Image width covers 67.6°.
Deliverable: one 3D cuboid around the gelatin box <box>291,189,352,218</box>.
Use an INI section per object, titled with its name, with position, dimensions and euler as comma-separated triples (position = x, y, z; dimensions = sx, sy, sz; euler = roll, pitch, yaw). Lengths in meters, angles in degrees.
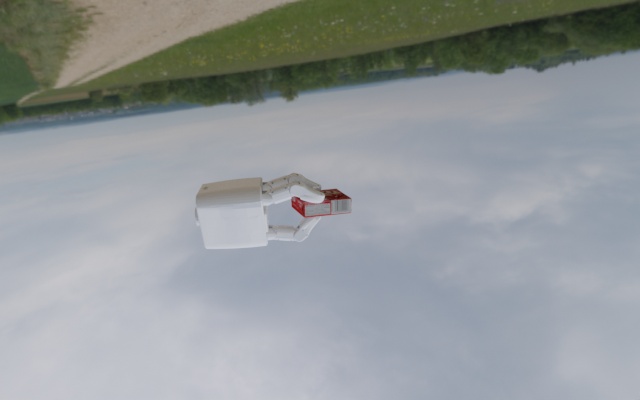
[gelatin box]
position = 0.000, 0.003, 0.829
dimensions = 0.089, 0.030, 0.073
euler = -5, 16, -18
